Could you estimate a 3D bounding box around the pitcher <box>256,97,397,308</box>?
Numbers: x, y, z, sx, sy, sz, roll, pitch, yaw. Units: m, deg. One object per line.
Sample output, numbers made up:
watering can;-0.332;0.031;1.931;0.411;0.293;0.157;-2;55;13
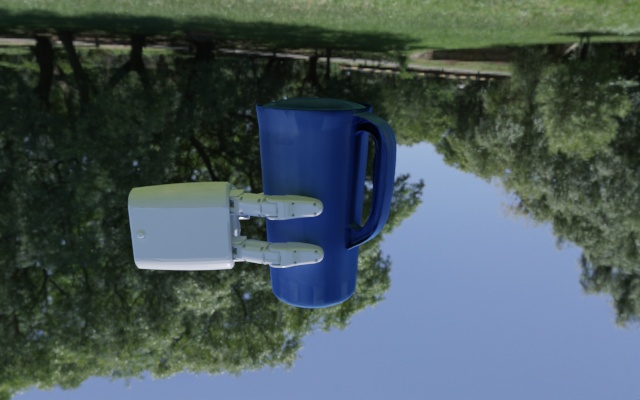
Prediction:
pitcher;0.000;0.002;0.569;0.145;0.243;0.149;-2;16;-7
